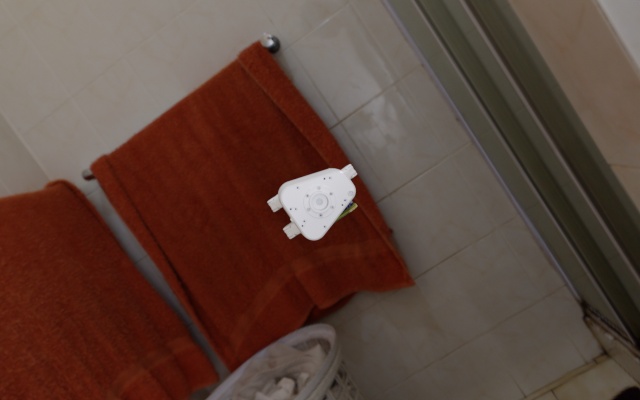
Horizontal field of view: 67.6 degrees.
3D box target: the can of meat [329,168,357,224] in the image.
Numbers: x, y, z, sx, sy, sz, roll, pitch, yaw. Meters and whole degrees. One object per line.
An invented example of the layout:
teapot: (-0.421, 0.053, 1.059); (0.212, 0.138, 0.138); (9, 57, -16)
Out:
can of meat: (0.000, 0.002, 0.856); (0.102, 0.084, 0.057); (-34, 6, 2)
